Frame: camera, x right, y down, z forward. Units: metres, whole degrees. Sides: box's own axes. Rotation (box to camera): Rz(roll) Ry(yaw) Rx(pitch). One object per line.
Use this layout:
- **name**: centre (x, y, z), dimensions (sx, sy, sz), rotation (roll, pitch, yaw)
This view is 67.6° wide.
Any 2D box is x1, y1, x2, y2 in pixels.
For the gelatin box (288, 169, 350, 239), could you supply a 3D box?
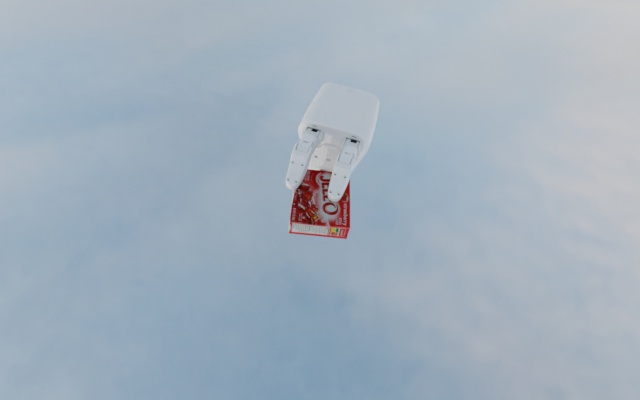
- **gelatin box**: centre (0.000, 0.003, 0.602), dimensions (0.073, 0.089, 0.030), rotation (6, -38, -4)
